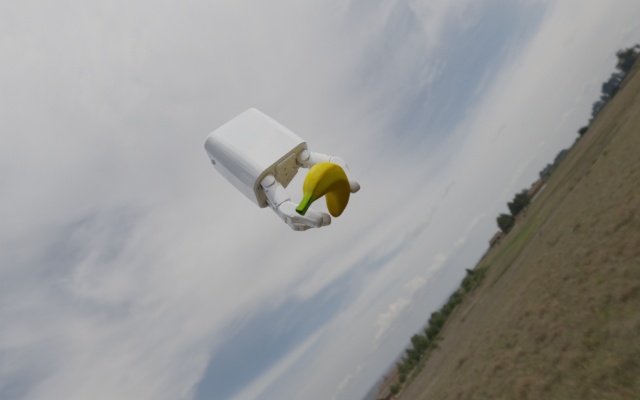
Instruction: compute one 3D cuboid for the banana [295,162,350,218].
[{"bbox_3d":[0.009,-0.014,0.618,0.037,0.069,0.198,35,6,15],"label":"banana"}]
